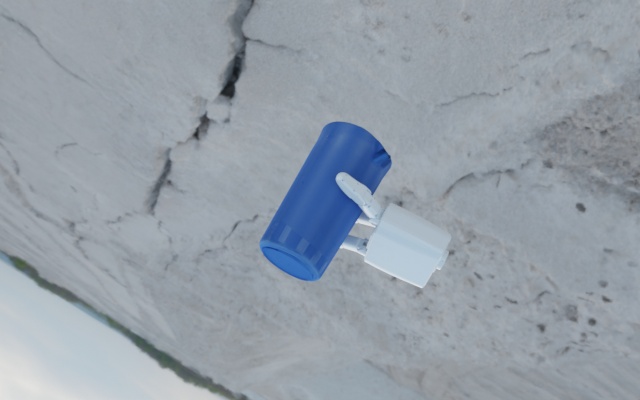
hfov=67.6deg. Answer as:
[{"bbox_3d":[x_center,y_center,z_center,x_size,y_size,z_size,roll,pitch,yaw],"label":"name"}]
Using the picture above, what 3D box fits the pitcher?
[{"bbox_3d":[0.000,0.003,0.773,0.145,0.242,0.149,27,-24,9],"label":"pitcher"}]
